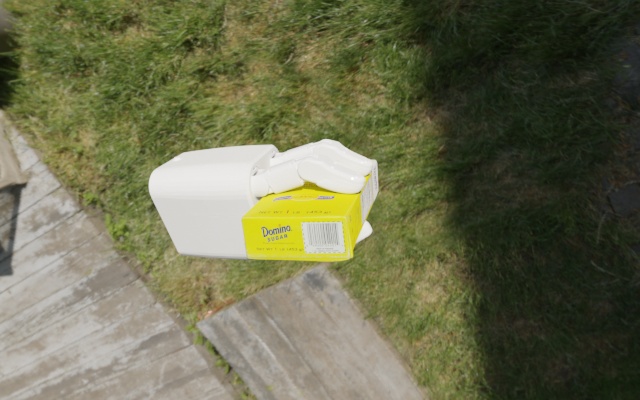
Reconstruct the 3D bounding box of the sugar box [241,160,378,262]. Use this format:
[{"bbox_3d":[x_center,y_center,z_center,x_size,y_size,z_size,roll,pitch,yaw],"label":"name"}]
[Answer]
[{"bbox_3d":[0.000,0.001,0.469,0.093,0.048,0.176,0,22,14],"label":"sugar box"}]
